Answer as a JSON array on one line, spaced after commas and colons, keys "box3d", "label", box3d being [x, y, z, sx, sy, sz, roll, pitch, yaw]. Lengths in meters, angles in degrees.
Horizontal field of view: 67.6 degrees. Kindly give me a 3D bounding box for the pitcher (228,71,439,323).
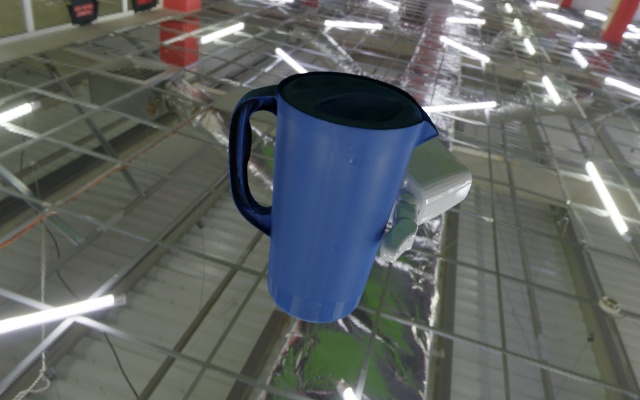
[{"box3d": [0.000, 0.002, 0.481, 0.145, 0.243, 0.149, -21, 44, -40], "label": "pitcher"}]
